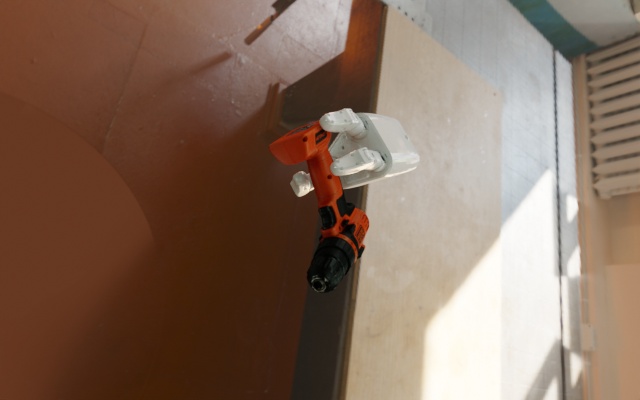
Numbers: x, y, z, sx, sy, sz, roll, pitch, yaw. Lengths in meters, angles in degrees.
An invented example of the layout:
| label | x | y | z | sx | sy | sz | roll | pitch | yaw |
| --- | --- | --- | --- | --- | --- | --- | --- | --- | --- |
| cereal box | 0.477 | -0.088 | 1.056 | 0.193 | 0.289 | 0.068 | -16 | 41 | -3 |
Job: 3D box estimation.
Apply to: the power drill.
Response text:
| label | x | y | z | sx | sy | sz | roll | pitch | yaw |
| --- | --- | --- | --- | --- | --- | --- | --- | --- | --- |
| power drill | 0.000 | 0.001 | 0.607 | 0.057 | 0.188 | 0.184 | -14 | 17 | 22 |
